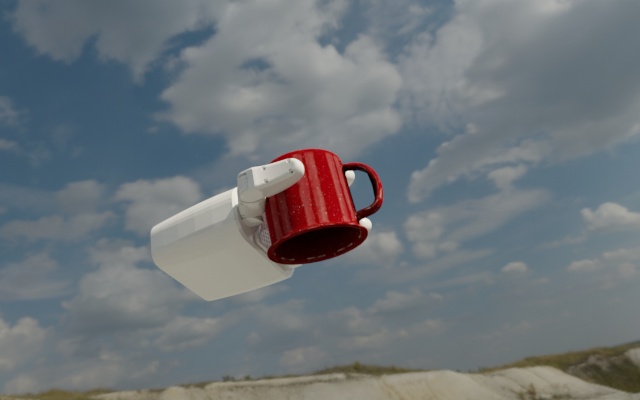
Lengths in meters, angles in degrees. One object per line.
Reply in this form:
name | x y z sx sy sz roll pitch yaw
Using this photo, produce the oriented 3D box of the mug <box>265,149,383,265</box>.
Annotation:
mug | 0.001 0.001 0.442 0.117 0.081 0.093 -21 -25 15
